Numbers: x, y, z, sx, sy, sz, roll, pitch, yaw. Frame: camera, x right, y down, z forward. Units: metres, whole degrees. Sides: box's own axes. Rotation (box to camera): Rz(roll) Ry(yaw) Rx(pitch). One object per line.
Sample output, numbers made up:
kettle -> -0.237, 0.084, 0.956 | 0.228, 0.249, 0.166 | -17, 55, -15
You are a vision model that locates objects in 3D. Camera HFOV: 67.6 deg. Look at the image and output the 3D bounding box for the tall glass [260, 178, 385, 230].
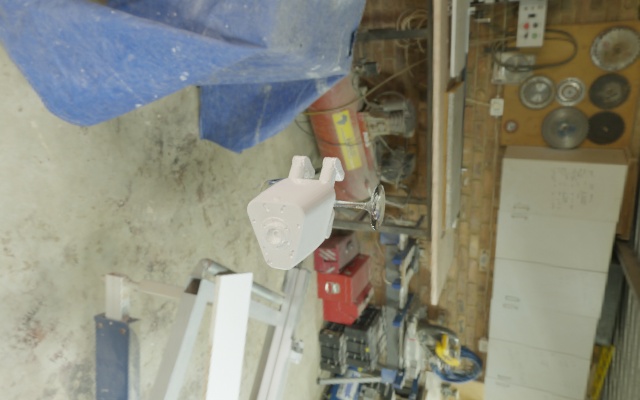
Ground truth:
tall glass -> 0.001, 0.003, 0.794 | 0.201, 0.079, 0.079 | 5, 2, 23
